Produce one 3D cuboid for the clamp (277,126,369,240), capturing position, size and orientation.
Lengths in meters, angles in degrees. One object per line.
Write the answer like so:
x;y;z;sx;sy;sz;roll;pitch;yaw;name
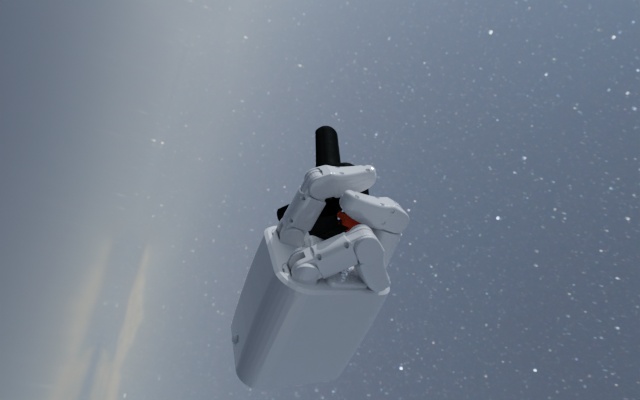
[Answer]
0.001;0.002;0.477;0.039;0.120;0.171;17;21;-20;clamp
